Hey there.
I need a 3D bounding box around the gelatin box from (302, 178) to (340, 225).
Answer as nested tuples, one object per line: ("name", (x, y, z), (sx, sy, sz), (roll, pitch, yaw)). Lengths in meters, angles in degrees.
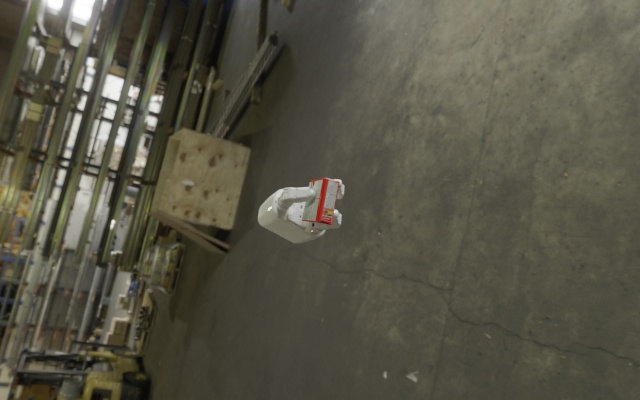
("gelatin box", (0.000, 0.003, 0.808), (0.030, 0.073, 0.089), (12, -5, -17))
